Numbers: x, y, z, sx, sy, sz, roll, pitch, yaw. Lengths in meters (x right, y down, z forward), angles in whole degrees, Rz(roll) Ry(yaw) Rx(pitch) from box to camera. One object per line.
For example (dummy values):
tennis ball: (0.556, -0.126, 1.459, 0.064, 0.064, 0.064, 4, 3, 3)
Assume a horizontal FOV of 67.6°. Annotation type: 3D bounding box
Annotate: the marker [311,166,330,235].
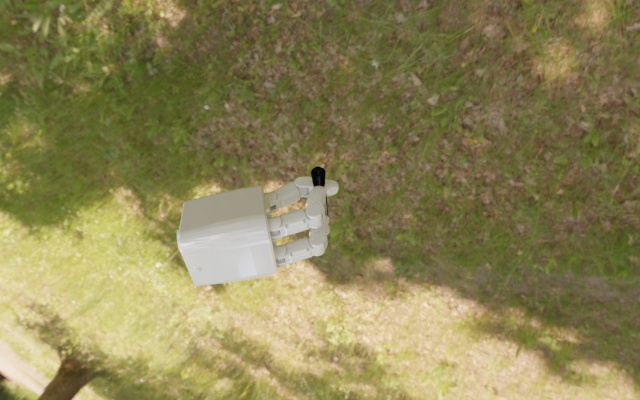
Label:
marker: (0.000, 0.002, 0.642, 0.020, 0.020, 0.121, -2, -45, 3)
